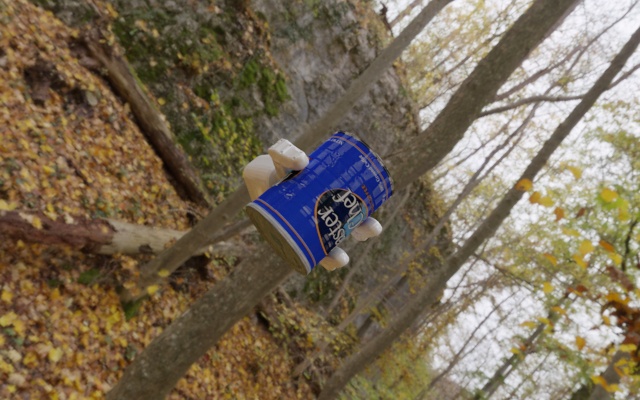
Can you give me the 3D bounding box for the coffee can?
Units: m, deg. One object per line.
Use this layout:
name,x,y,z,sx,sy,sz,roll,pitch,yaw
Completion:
coffee can,0.000,0.002,0.551,0.140,0.103,0.103,-41,14,-17
